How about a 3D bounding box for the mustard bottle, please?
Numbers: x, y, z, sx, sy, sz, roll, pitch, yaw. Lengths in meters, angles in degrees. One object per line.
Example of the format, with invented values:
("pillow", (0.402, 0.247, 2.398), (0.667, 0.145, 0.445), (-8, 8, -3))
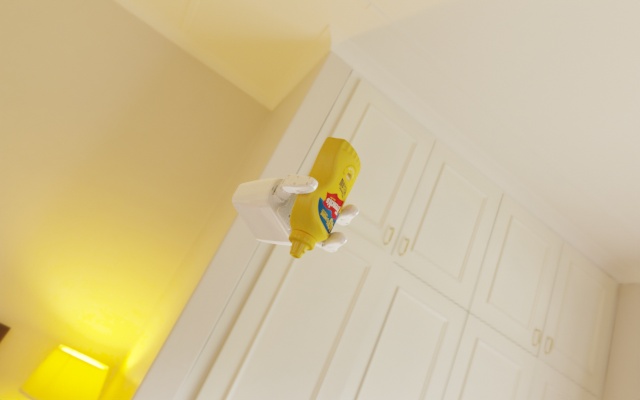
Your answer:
("mustard bottle", (0.000, 0.002, 0.733), (0.058, 0.191, 0.096), (14, -27, 26))
